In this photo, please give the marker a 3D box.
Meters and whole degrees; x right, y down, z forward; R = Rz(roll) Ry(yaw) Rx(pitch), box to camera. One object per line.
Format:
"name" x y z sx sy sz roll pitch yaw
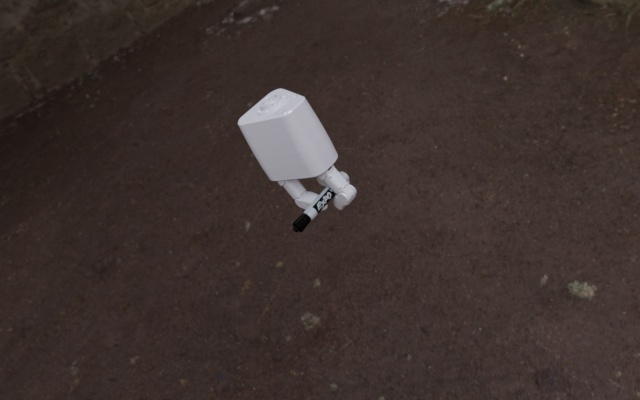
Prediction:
"marker" 0.000 0.002 0.706 0.121 0.020 0.020 -47 25 -25
